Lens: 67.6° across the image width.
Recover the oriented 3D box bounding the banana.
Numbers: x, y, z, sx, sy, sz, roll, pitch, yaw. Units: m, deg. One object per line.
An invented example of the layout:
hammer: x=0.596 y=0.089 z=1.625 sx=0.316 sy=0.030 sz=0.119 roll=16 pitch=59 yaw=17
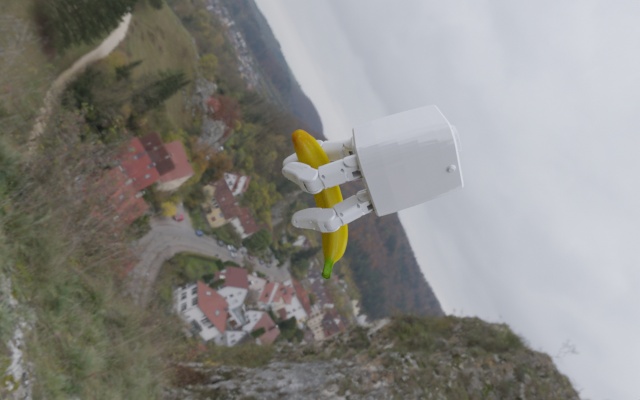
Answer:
banana: x=0.005 y=-0.002 z=0.612 sx=0.037 sy=0.198 sz=0.069 roll=-7 pitch=19 yaw=17
